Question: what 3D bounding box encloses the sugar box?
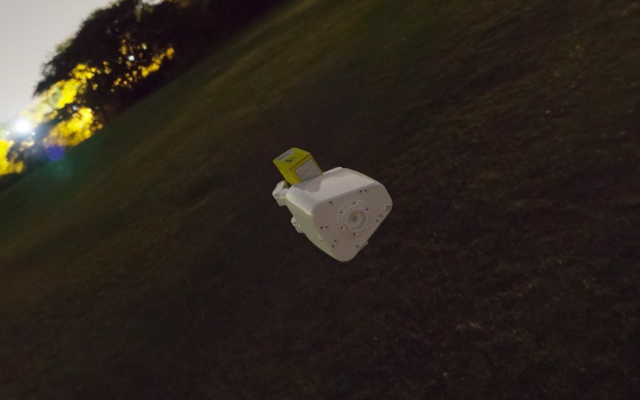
[{"bbox_3d":[0.000,0.003,0.747,0.048,0.176,0.093,-35,21,-9],"label":"sugar box"}]
